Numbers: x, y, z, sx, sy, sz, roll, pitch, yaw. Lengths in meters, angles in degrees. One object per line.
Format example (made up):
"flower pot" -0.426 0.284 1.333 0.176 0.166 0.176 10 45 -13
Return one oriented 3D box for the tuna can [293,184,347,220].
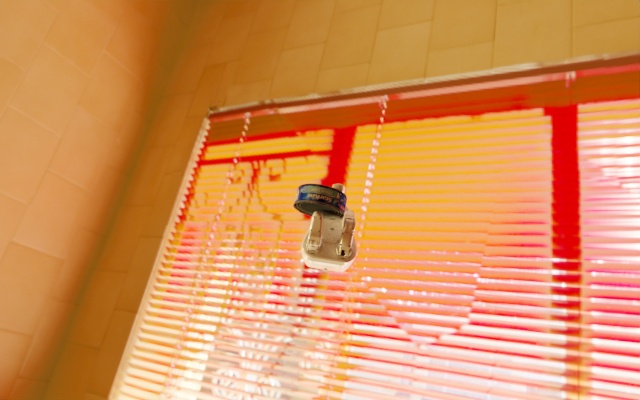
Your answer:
"tuna can" 0.000 0.002 0.790 0.086 0.033 0.086 11 -17 3
